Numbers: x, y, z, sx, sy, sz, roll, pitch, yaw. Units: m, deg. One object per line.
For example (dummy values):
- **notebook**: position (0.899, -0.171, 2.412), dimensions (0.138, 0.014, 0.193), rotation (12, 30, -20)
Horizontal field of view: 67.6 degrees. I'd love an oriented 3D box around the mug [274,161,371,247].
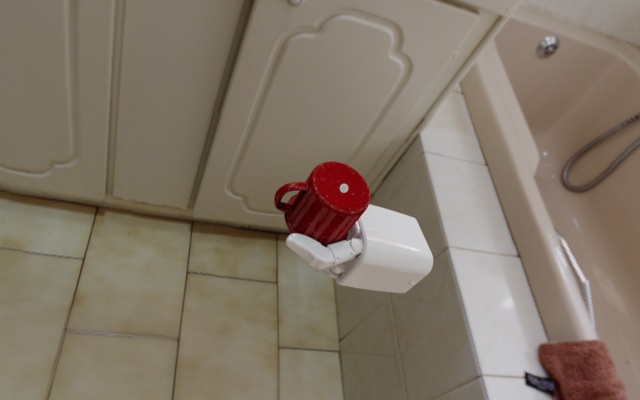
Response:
- **mug**: position (-0.001, 0.001, 0.601), dimensions (0.117, 0.093, 0.081), rotation (13, -39, -19)
